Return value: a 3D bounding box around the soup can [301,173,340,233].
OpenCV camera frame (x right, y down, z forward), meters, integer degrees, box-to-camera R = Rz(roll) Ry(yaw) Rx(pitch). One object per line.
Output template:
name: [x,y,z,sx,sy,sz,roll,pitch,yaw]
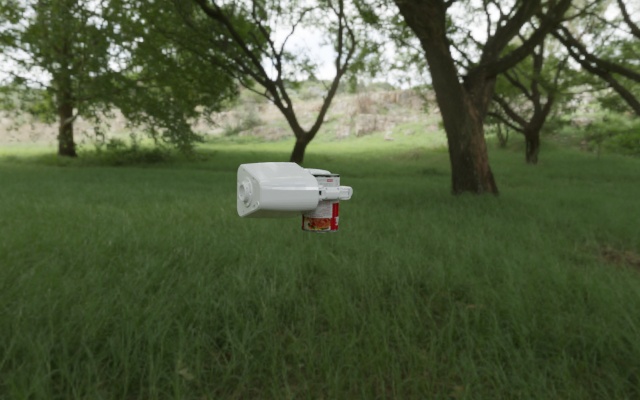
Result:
soup can: [0.001,0.003,0.866,0.068,0.102,0.068,1,5,0]
